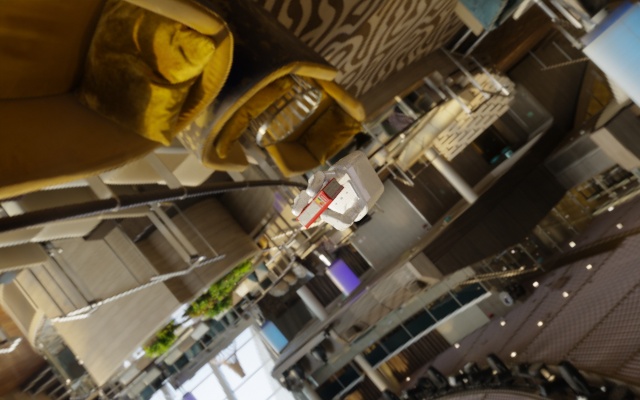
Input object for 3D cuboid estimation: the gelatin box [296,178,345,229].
[{"bbox_3d":[0.000,0.003,0.840,0.073,0.030,0.089,-47,1,23],"label":"gelatin box"}]
